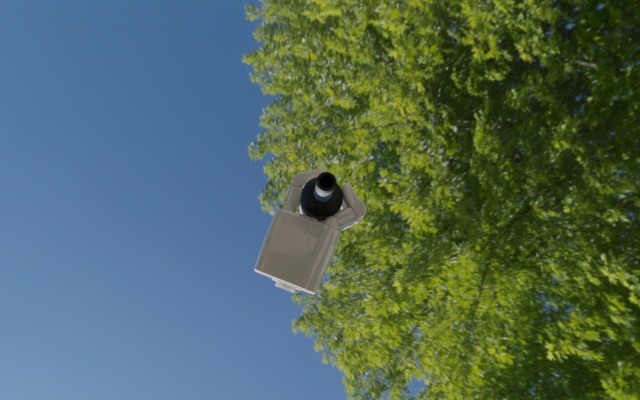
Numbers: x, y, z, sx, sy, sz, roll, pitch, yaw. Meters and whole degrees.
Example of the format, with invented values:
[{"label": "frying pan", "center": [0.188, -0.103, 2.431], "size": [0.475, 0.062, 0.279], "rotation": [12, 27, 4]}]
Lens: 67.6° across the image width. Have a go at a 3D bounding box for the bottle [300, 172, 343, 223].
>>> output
[{"label": "bottle", "center": [0.000, 0.003, 0.782], "size": [0.069, 0.069, 0.296], "rotation": [0, -11, -3]}]
